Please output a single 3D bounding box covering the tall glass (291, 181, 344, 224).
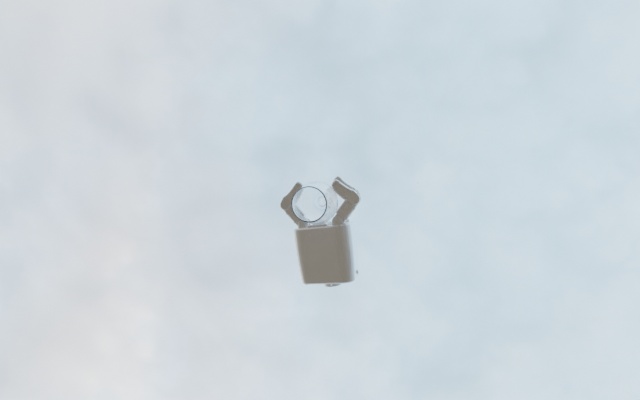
[{"bbox_3d":[0.000,0.003,0.900,0.079,0.079,0.201,0,2,12],"label":"tall glass"}]
